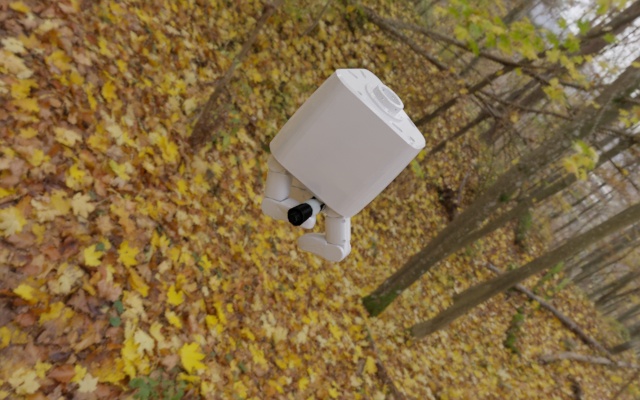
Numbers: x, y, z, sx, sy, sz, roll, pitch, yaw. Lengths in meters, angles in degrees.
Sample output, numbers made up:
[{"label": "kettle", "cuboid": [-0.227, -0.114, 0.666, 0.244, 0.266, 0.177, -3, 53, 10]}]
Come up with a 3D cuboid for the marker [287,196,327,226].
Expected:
[{"label": "marker", "cuboid": [0.000, 0.002, 0.498, 0.020, 0.020, 0.121, 0, 14, 27]}]
